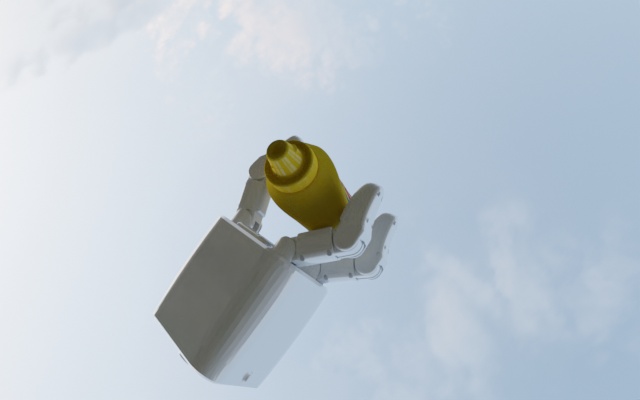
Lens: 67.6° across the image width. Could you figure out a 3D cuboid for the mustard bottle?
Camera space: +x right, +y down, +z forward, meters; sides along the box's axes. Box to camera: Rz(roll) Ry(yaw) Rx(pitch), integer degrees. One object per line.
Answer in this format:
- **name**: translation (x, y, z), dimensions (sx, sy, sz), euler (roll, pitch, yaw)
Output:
- **mustard bottle**: translation (0.000, 0.001, 0.426), dimensions (0.058, 0.096, 0.192), euler (-34, -31, 4)
